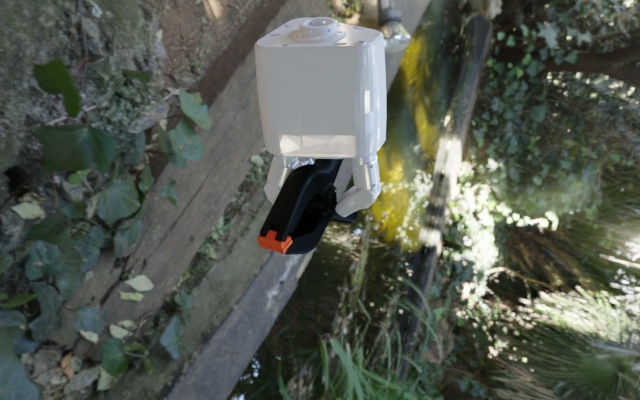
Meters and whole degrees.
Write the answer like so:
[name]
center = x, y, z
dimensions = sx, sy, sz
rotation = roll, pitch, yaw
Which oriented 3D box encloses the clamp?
[clamp]
center = 0.001, 0.002, 0.525
dimensions = 0.036, 0.165, 0.210
rotation = 12, 39, 23
